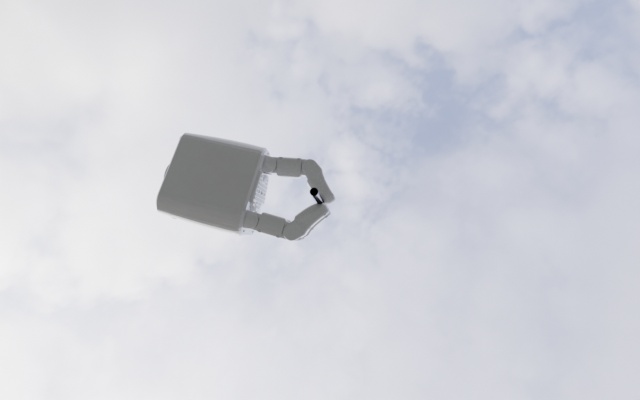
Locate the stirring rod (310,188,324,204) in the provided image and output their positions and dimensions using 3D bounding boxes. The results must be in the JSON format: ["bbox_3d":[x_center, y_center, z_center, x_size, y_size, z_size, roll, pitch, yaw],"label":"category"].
[{"bbox_3d":[0.000,0.002,0.562,0.011,0.011,0.239,0,-5,3],"label":"stirring rod"}]
